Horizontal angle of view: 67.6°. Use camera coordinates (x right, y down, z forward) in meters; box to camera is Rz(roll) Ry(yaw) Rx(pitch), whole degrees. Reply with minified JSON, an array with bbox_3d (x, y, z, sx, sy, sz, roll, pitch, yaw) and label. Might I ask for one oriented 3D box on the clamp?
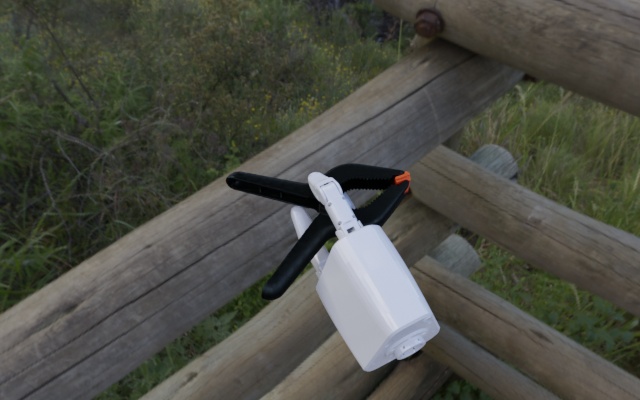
[{"bbox_3d":[0.001,0.001,0.547,0.210,0.164,0.036,-24,-28,-12],"label":"clamp"}]
